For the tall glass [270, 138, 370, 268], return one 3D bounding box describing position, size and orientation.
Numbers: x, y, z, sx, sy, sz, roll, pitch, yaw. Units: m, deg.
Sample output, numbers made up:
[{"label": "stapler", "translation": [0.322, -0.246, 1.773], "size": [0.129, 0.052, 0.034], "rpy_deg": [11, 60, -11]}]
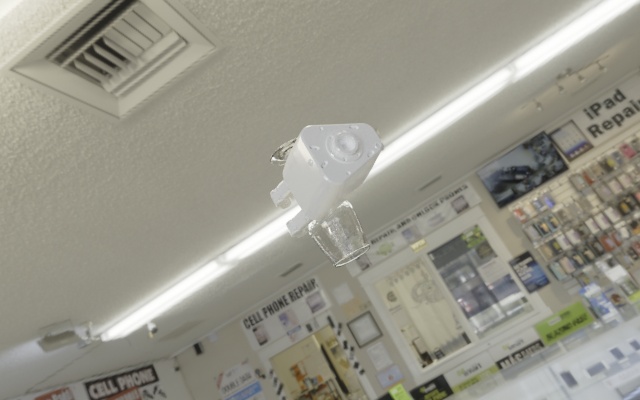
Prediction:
[{"label": "tall glass", "translation": [0.000, 0.002, 0.743], "size": [0.079, 0.201, 0.079], "rpy_deg": [-28, -16, -9]}]
